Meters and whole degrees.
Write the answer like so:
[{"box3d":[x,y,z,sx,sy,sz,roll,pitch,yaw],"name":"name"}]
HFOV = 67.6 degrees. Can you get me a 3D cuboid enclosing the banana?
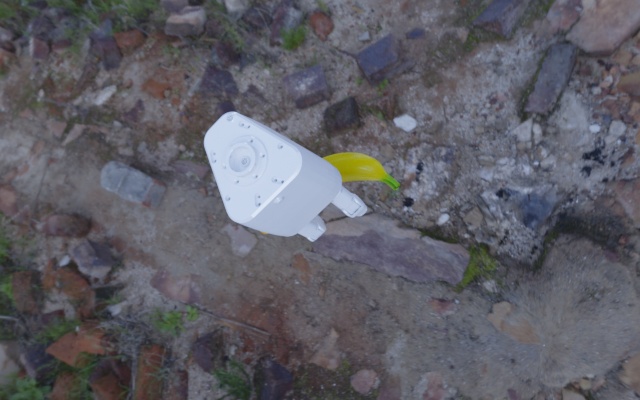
[{"box3d":[-0.002,-0.017,0.619,0.198,0.069,0.037,-19,-8,16],"name":"banana"}]
